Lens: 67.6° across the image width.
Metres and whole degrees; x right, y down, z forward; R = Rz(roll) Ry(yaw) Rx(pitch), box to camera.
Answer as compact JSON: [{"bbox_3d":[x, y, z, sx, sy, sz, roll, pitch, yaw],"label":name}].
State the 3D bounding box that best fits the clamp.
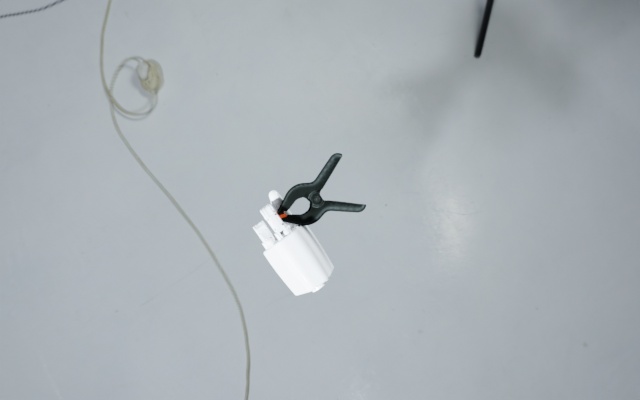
[{"bbox_3d":[0.000,0.003,0.895,0.171,0.120,0.039,-35,0,-7],"label":"clamp"}]
